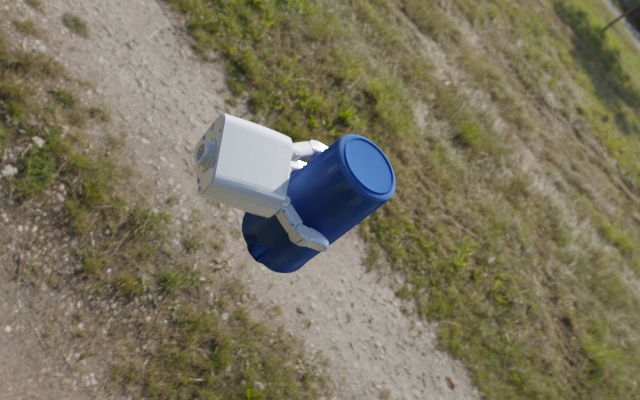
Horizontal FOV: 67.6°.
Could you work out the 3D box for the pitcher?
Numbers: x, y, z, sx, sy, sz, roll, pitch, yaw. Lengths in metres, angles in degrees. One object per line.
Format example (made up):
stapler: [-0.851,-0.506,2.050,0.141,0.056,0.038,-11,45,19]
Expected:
pitcher: [0.000,0.002,0.731,0.145,0.149,0.243,20,-40,-32]
